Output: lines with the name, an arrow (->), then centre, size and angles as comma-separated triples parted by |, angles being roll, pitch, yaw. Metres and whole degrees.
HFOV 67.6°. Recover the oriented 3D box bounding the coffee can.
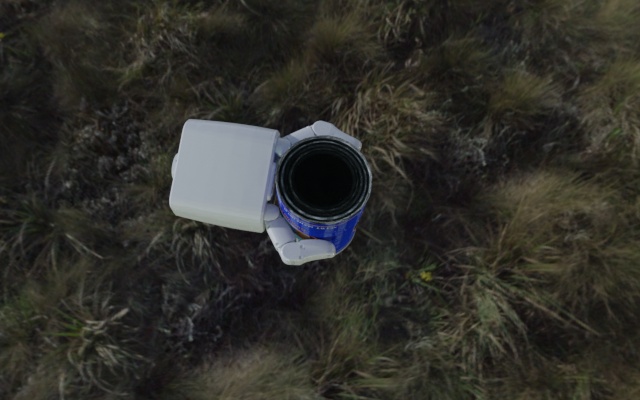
coffee can -> 0.000, 0.002, 0.563 | 0.103, 0.102, 0.140 | 0, -21, -3
